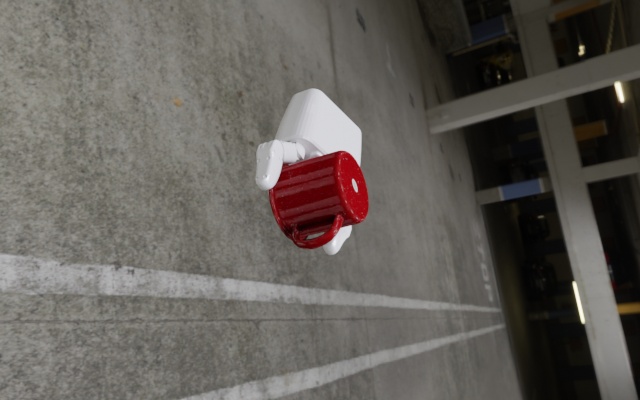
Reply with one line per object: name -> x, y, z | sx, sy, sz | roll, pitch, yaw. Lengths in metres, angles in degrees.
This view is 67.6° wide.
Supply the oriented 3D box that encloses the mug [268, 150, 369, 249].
mug -> 0.000, 0.003, 0.518 | 0.081, 0.117, 0.093 | -15, -49, 25
